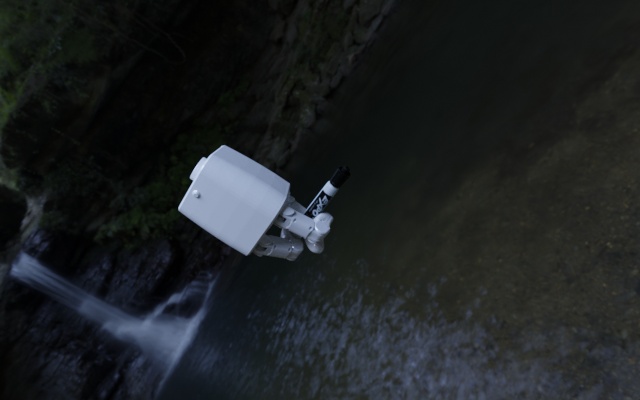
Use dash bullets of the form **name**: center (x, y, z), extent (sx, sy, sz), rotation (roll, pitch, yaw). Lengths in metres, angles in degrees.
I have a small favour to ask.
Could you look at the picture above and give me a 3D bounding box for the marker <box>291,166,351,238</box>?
- **marker**: center (0.000, 0.002, 0.616), extent (0.020, 0.020, 0.121), rotation (0, -45, -49)
